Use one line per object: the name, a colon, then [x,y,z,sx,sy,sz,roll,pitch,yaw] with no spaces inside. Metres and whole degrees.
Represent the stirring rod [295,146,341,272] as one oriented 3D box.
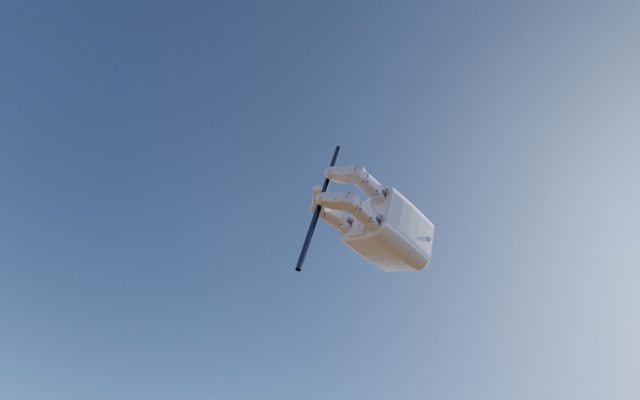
stirring rod: [0.000,0.002,0.696,0.011,0.239,0.011,11,-40,9]
